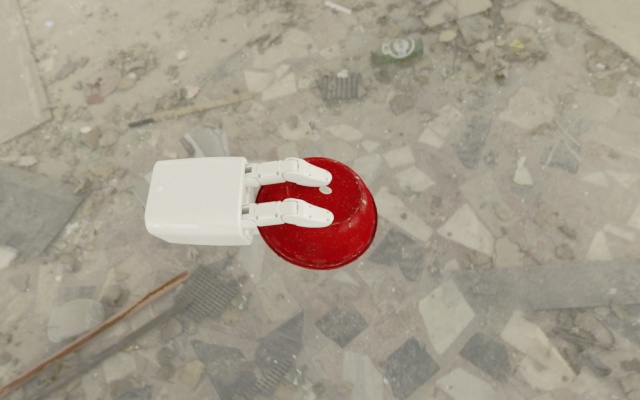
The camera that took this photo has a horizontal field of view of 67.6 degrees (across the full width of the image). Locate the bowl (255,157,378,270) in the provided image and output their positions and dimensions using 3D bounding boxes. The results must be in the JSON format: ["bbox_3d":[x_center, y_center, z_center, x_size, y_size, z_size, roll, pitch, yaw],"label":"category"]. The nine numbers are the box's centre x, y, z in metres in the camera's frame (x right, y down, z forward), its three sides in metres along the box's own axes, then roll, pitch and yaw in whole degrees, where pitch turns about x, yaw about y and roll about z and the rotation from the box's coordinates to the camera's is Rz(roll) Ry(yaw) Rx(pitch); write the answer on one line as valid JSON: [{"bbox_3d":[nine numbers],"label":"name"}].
[{"bbox_3d":[0.001,0.002,0.593,0.162,0.162,0.055,0,-29,-11],"label":"bowl"}]
